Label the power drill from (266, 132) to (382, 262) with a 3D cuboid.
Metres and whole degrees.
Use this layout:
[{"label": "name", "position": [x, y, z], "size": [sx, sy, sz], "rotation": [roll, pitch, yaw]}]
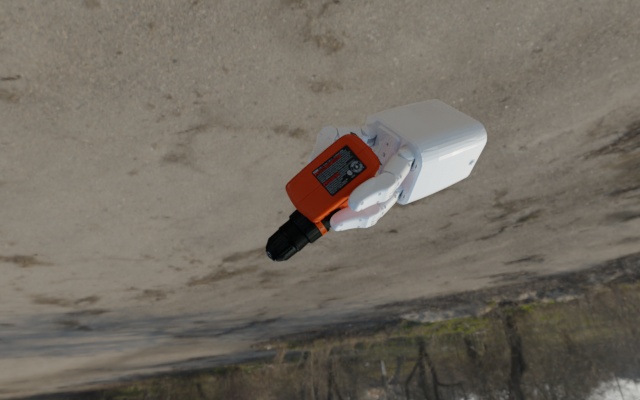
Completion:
[{"label": "power drill", "position": [0.000, 0.002, 0.591], "size": [0.184, 0.057, 0.188], "rotation": [-42, -7, -9]}]
